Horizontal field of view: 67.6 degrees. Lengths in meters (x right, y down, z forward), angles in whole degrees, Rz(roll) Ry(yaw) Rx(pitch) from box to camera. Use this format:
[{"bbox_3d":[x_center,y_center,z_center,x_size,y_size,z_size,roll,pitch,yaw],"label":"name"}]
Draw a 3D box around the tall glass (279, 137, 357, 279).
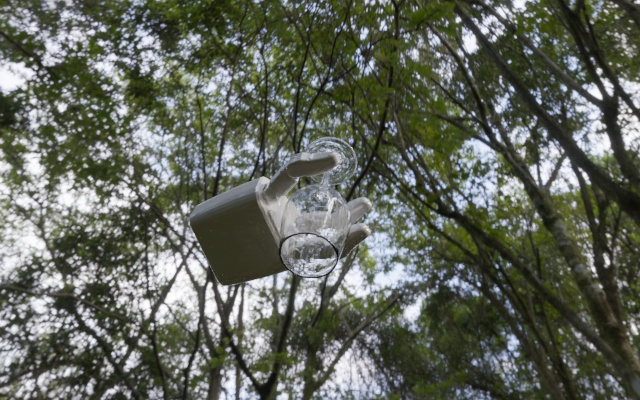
[{"bbox_3d":[0.000,0.001,0.566,0.079,0.079,0.201,0,34,8],"label":"tall glass"}]
